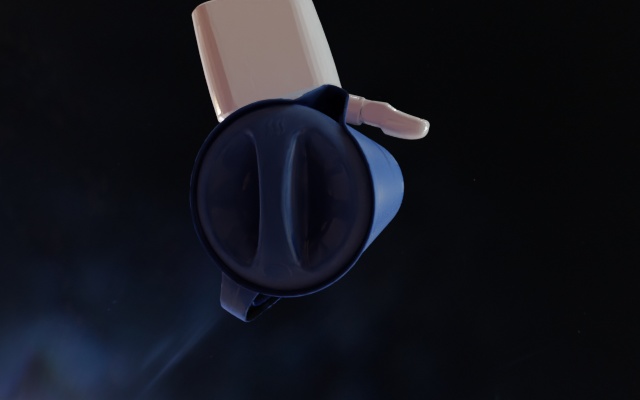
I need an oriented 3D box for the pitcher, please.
[{"bbox_3d":[0.000,0.001,0.427,0.149,0.145,0.243,-20,-3,18],"label":"pitcher"}]
